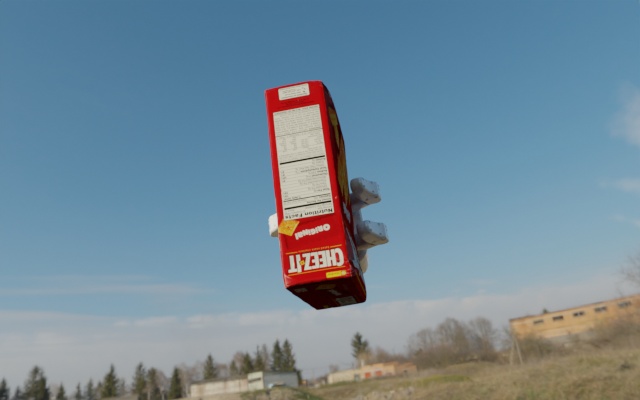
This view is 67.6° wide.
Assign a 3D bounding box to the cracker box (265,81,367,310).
[{"bbox_3d":[0.000,0.002,0.533,0.072,0.213,0.164,-11,-21,7],"label":"cracker box"}]
